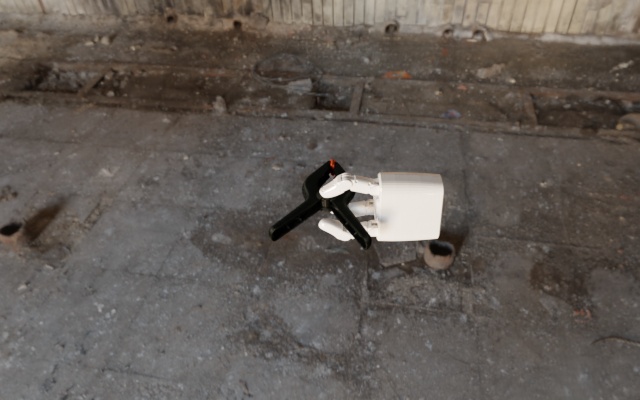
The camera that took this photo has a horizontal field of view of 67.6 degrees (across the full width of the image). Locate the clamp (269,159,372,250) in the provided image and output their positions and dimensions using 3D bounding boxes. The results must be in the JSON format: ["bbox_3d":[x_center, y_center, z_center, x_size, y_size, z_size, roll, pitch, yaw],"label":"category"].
[{"bbox_3d":[0.000,0.002,0.822,0.164,0.036,0.209,1,42,0],"label":"clamp"}]
